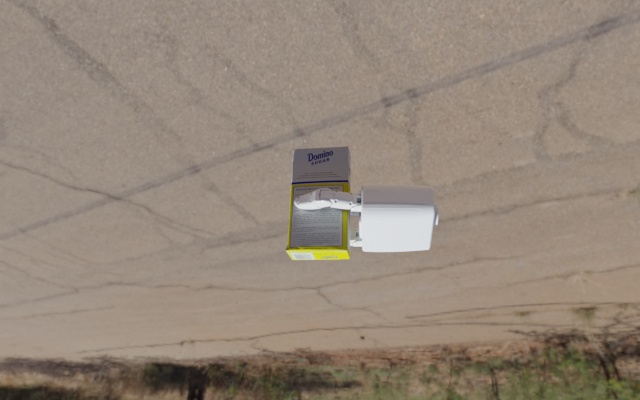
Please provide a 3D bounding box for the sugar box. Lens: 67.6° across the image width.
[{"bbox_3d":[0.000,0.003,0.745,0.093,0.176,0.048,-1,-27,9],"label":"sugar box"}]
